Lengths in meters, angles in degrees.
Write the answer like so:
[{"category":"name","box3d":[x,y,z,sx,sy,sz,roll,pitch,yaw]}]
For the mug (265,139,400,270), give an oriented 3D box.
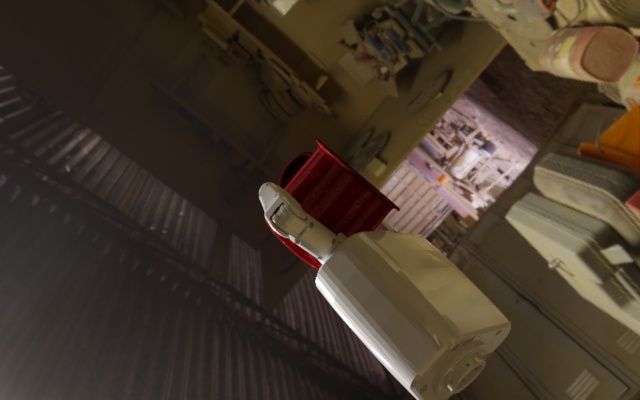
[{"category":"mug","box3d":[-0.001,0.001,0.418,0.117,0.081,0.093,45,7,38]}]
